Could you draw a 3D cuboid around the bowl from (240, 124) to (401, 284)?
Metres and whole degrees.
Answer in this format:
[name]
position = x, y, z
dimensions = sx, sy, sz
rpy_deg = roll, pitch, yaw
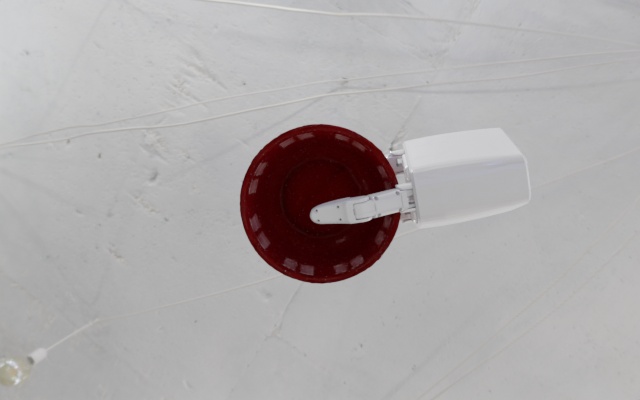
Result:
[bowl]
position = -0.001, 0.001, 0.500
dimensions = 0.162, 0.162, 0.055
rpy_deg = 0, 9, 0
